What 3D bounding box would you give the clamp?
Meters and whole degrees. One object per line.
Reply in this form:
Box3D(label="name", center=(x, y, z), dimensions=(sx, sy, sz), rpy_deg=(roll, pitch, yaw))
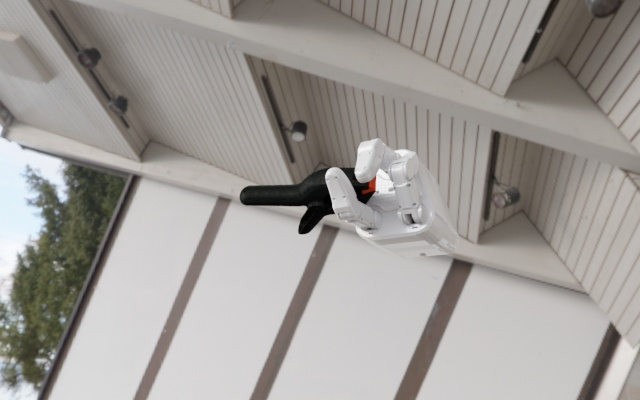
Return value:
Box3D(label="clamp", center=(0.000, 0.001, 0.584), dimensions=(0.171, 0.039, 0.120), rpy_deg=(-10, -26, 31))
